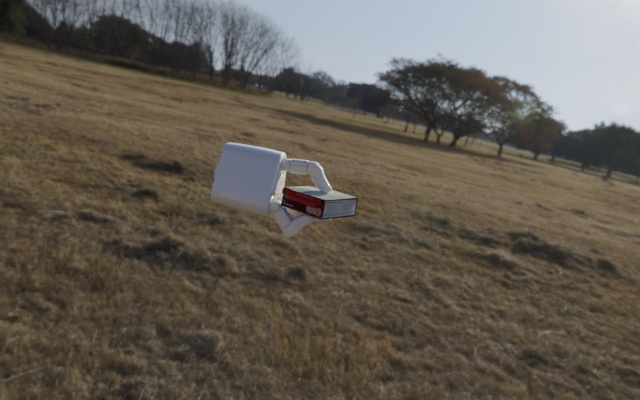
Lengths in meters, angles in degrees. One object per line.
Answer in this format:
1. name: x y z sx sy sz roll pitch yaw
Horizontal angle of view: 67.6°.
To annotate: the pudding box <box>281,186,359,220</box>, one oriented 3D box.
1. pudding box: 0.000 0.003 0.839 0.090 0.039 0.113 19 15 33
